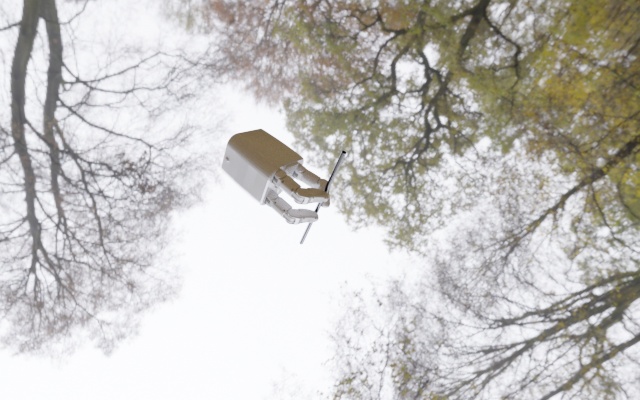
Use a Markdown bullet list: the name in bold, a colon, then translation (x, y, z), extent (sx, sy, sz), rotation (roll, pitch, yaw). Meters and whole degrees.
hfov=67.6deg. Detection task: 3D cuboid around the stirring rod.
- **stirring rod**: translation (0.000, 0.003, 0.840), extent (0.011, 0.011, 0.240), rotation (0, -41, -24)
